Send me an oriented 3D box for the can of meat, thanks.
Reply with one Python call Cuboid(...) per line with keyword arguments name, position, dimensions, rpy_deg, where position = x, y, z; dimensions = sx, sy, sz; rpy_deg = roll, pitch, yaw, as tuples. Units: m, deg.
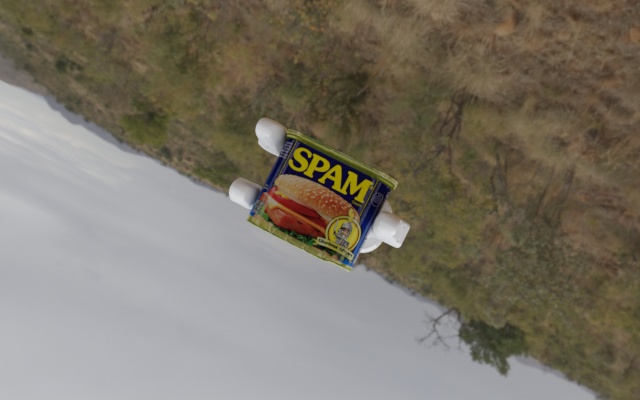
Cuboid(name="can of meat", position=(0.000, 0.002, 0.402), dimensions=(0.102, 0.084, 0.057), rpy_deg=(27, -3, 6))
